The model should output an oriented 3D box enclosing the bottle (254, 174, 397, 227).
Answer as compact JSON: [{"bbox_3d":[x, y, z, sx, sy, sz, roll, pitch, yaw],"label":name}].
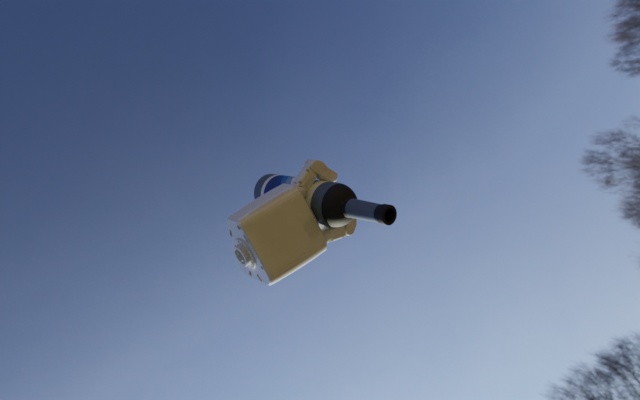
[{"bbox_3d":[0.000,0.002,0.735,0.069,0.069,0.295,0,7,-38],"label":"bottle"}]
